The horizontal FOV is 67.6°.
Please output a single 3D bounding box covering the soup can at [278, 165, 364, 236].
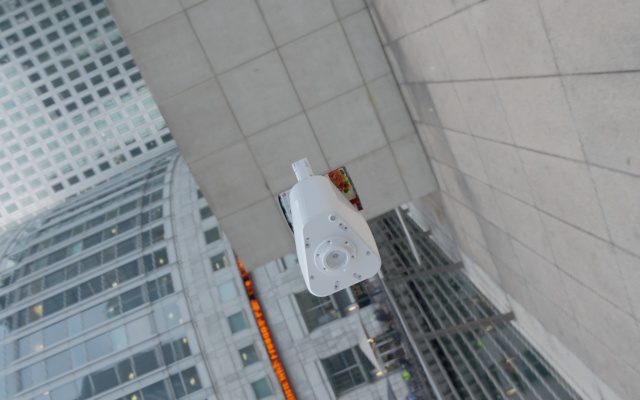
[{"bbox_3d":[0.000,0.002,0.666,0.102,0.068,0.068,-24,-1,2],"label":"soup can"}]
